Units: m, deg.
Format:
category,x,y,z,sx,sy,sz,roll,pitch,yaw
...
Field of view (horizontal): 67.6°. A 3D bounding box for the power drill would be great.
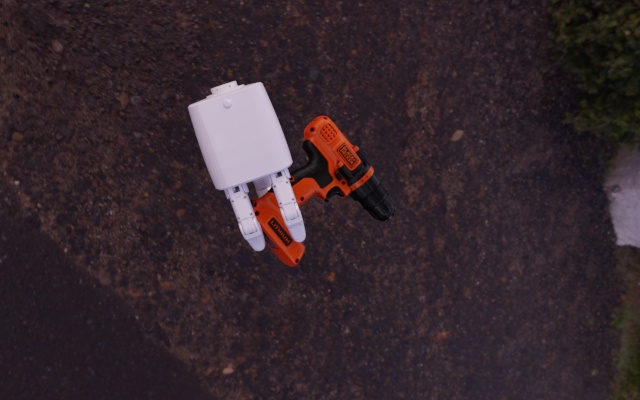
category,x,y,z,sx,sy,sz,roll,pitch,yaw
power drill,0.000,0.002,0.672,0.187,0.184,0.057,-45,12,-20
